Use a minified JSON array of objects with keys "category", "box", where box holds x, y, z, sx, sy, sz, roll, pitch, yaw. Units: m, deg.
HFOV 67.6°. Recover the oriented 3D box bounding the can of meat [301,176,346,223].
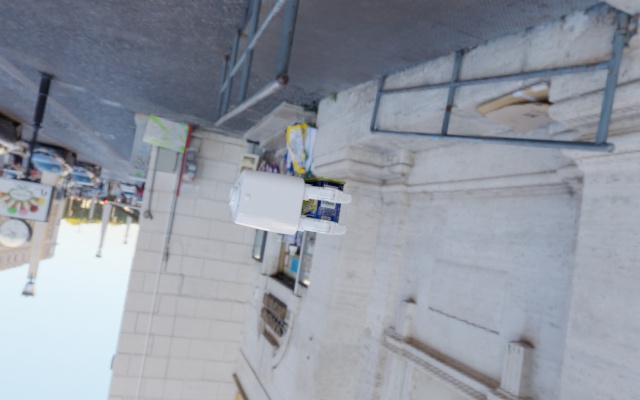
[{"category":"can of meat","box":[0.000,0.003,0.874,0.057,0.084,0.102,11,-4,-23]}]
